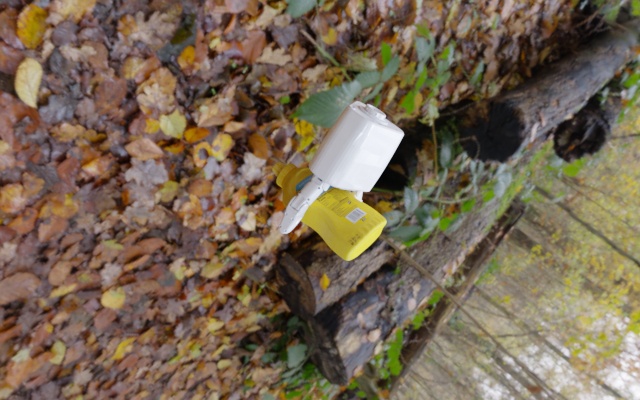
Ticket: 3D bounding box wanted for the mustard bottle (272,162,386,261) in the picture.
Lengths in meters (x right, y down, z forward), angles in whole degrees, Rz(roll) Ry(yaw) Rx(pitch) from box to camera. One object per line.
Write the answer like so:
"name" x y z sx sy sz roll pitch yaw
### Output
"mustard bottle" 0.000 0.003 0.725 0.191 0.058 0.096 39 46 18
